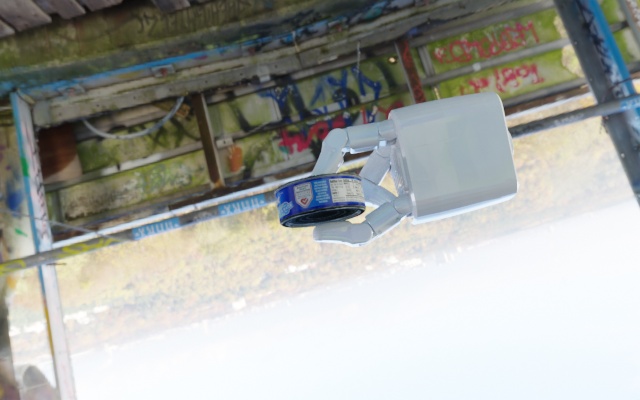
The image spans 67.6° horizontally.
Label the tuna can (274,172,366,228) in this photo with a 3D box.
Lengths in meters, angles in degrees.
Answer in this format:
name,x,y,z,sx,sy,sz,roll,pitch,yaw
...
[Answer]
name,x,y,z,sx,sy,sz,roll,pitch,yaw
tuna can,0.000,0.002,0.461,0.086,0.033,0.086,-9,-12,-2
